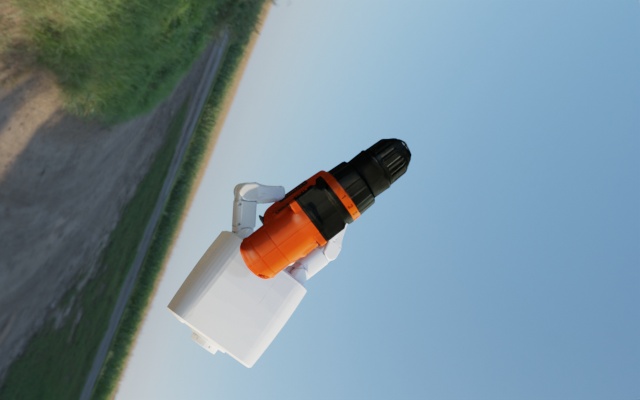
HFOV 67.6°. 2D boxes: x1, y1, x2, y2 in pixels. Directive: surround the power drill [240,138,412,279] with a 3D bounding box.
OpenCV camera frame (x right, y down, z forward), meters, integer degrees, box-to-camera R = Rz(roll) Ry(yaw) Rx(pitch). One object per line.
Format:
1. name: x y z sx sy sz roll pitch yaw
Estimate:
1. power drill: 0.000 0.002 0.509 0.184 0.057 0.187 -35 3 -3
